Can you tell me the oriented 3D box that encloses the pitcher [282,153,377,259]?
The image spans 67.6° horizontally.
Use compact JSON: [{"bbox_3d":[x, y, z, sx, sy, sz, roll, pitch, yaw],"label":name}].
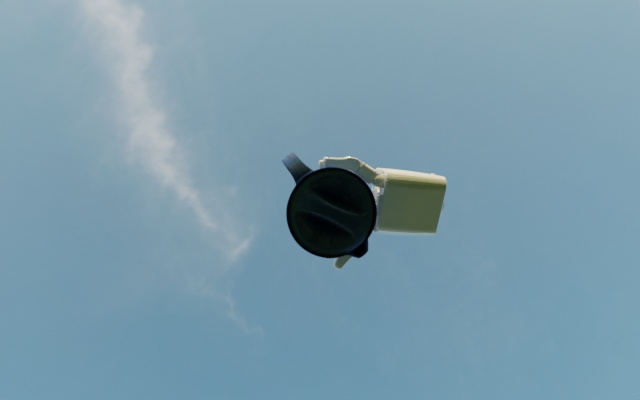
[{"bbox_3d":[0.000,0.003,0.804,0.145,0.149,0.243,5,3,-6],"label":"pitcher"}]
